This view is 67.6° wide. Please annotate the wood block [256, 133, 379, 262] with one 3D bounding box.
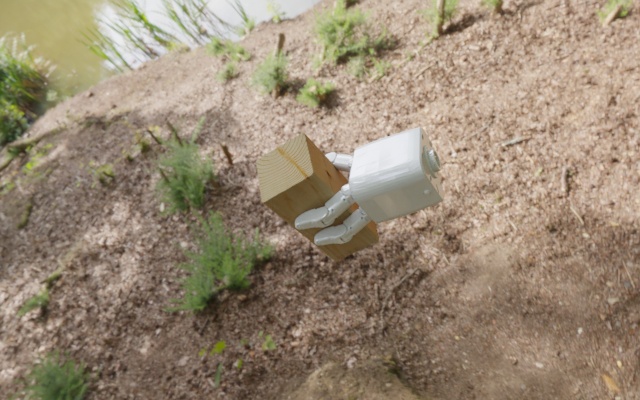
[{"bbox_3d":[0.000,0.002,0.751,0.090,0.090,0.206,-29,-43,17],"label":"wood block"}]
